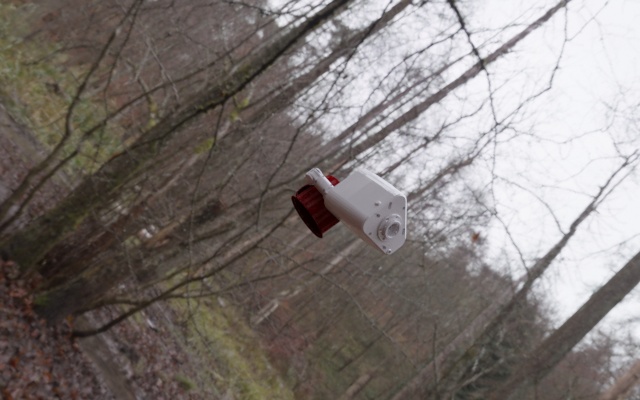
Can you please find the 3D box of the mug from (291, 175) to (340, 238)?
[{"bbox_3d":[0.000,0.002,0.877,0.081,0.093,0.117,-35,41,-14],"label":"mug"}]
